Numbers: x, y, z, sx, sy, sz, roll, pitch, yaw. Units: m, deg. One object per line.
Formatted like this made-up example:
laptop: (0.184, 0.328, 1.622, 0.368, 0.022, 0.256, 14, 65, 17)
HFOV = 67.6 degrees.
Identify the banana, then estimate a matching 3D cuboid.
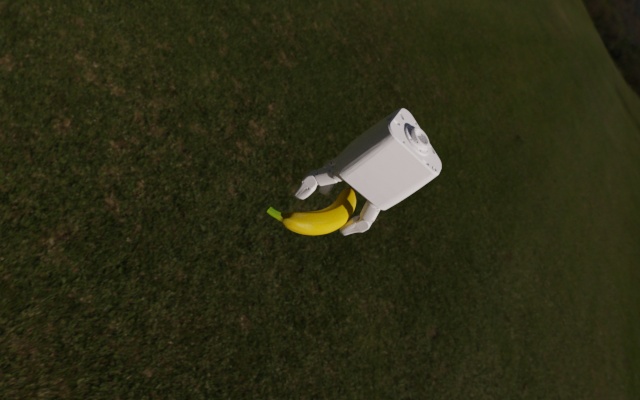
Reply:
banana: (0.007, 0.018, 0.756, 0.198, 0.069, 0.037, -12, -24, -49)
